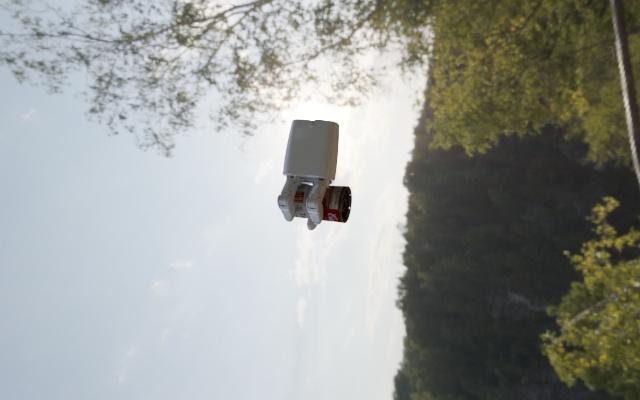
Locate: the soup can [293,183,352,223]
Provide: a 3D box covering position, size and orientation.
[{"bbox_3d":[0.000,0.003,0.879,0.102,0.068,0.068,6,2,18],"label":"soup can"}]
